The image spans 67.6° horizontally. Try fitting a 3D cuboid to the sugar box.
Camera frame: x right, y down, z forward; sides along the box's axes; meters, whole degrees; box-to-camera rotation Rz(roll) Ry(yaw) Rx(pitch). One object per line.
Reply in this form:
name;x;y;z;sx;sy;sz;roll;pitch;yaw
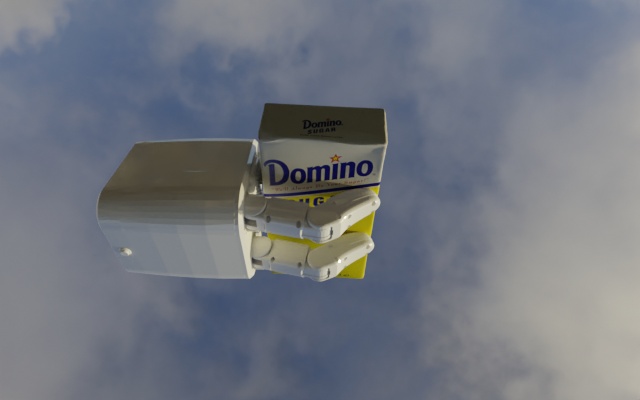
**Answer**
sugar box;0.000;0.002;0.406;0.093;0.048;0.176;3;-39;1
